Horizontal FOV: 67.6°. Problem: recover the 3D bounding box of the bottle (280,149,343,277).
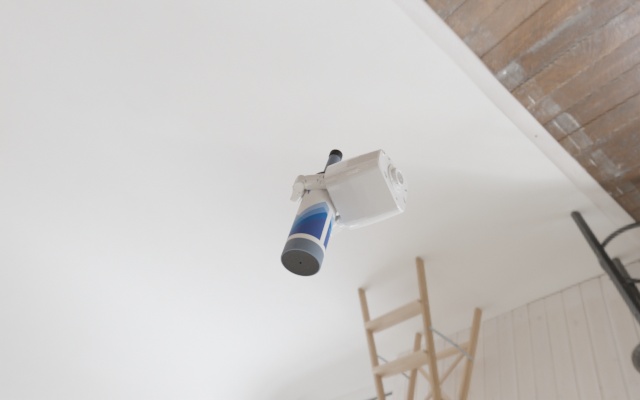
[{"bbox_3d":[0.000,0.003,0.861,0.069,0.069,0.295,0,41,17],"label":"bottle"}]
